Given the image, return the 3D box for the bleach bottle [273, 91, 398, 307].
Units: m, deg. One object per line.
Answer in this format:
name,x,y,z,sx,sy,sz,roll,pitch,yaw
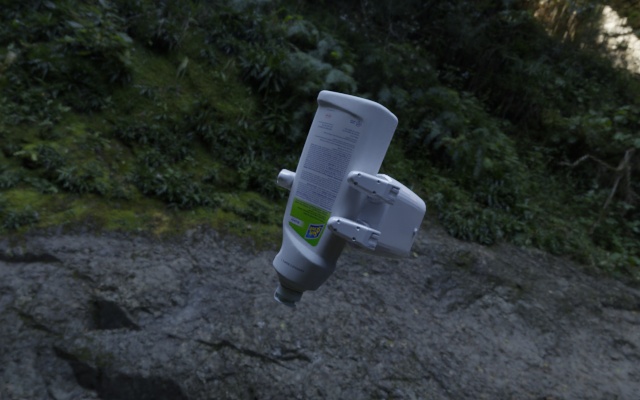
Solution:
bleach bottle,0.000,0.002,0.568,0.102,0.251,0.068,23,0,39
